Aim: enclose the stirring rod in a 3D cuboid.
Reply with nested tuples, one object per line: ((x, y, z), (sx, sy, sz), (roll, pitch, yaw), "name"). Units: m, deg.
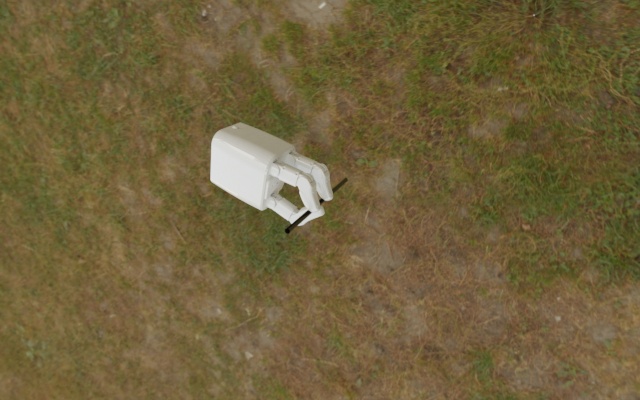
((0.000, 0.003, 0.767), (0.011, 0.011, 0.239), (0, 19, 24), "stirring rod")
